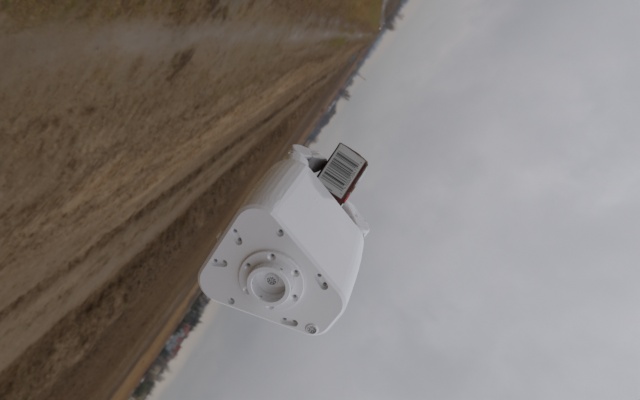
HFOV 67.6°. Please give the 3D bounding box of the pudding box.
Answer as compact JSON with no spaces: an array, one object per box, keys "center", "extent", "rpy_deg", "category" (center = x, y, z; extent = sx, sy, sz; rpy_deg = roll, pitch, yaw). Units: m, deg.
[{"center":[0.000,0.002,0.499],"extent":[0.039,0.113,0.090],"rpy_deg":[35,-5,-2],"category":"pudding box"}]
